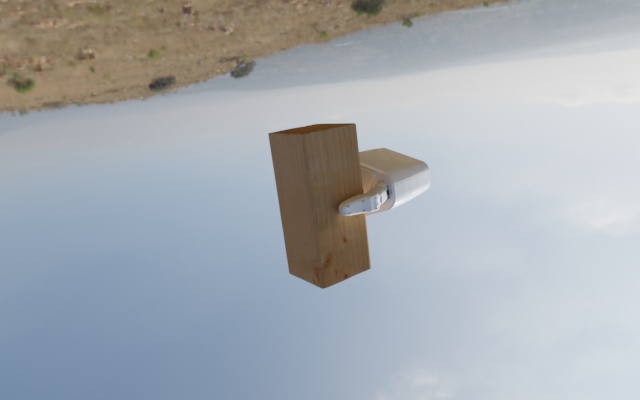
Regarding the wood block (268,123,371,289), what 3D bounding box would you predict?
[{"bbox_3d":[0.001,0.002,0.662,0.090,0.206,0.091,-17,16,-33],"label":"wood block"}]
